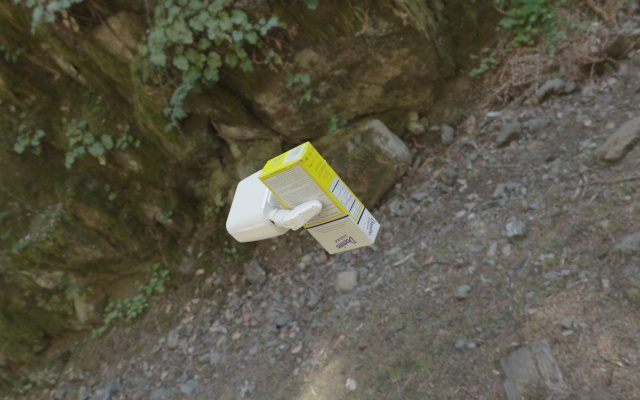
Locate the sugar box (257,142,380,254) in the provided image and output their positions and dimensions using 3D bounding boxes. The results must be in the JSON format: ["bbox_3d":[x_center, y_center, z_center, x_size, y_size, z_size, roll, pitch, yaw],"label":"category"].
[{"bbox_3d":[0.000,0.002,0.709,0.093,0.048,0.176,-19,-55,42],"label":"sugar box"}]
